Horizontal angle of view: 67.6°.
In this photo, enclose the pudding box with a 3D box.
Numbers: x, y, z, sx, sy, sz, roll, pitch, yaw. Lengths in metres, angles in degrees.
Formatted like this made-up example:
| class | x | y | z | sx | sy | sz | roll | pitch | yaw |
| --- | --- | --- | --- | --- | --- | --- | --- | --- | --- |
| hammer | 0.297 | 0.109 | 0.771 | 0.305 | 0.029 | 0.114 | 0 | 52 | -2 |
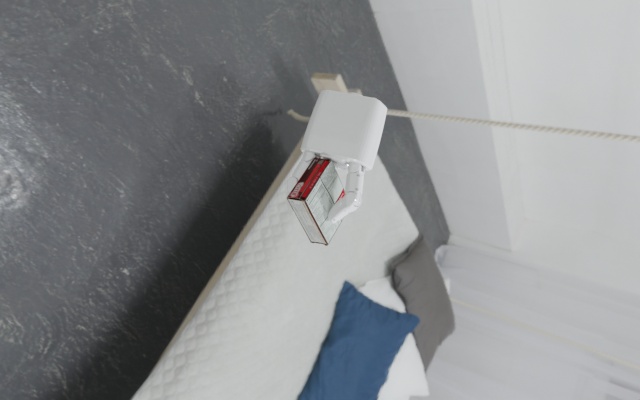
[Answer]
| class | x | y | z | sx | sy | sz | roll | pitch | yaw |
| --- | --- | --- | --- | --- | --- | --- | --- | --- | --- |
| pudding box | 0.000 | 0.002 | 0.754 | 0.039 | 0.090 | 0.114 | 10 | -37 | 35 |
